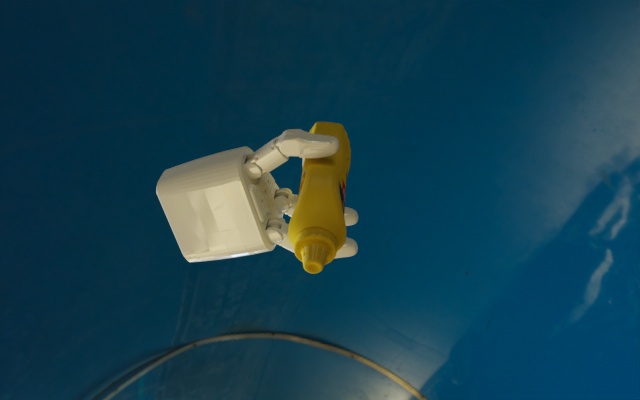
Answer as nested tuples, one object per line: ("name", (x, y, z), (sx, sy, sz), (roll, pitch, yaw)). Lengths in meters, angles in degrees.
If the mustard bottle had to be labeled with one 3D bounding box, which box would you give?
("mustard bottle", (0.000, 0.001, 0.509), (0.058, 0.096, 0.191), (7, 39, 1))
